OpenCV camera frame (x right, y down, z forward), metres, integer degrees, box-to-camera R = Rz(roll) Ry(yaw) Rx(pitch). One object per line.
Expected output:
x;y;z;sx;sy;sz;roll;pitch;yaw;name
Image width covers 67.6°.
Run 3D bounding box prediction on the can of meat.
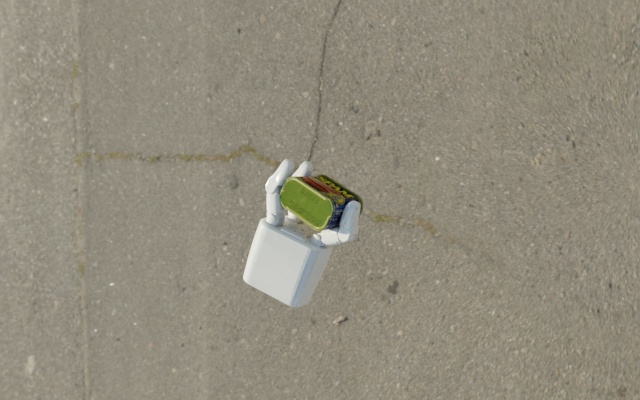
0.000;0.002;0.724;0.102;0.057;0.084;34;20;28;can of meat
